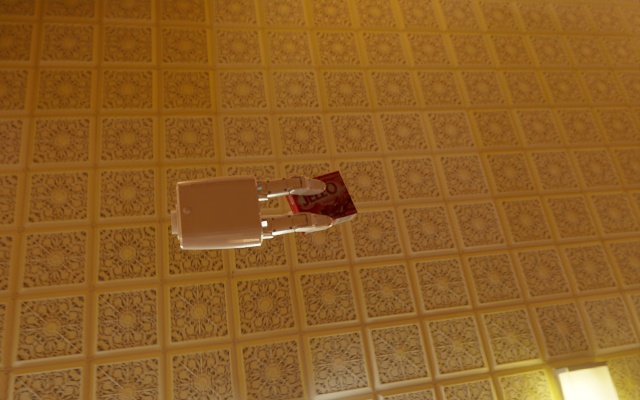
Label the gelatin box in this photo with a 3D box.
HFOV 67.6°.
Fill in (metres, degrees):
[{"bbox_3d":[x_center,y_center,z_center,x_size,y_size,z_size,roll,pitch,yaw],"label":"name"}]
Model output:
[{"bbox_3d":[0.000,0.002,0.706,0.089,0.073,0.030,-16,-17,-24],"label":"gelatin box"}]
